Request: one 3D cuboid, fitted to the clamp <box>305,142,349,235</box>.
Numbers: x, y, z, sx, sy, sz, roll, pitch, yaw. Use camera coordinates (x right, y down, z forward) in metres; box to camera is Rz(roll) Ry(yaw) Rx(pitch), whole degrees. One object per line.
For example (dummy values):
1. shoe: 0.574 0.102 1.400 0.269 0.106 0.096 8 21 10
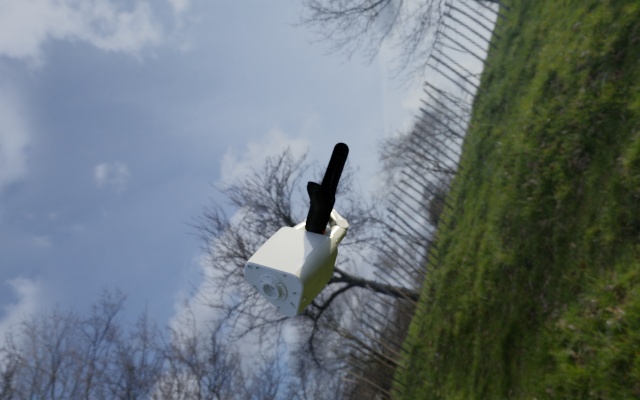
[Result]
1. clamp: 0.000 0.002 0.754 0.039 0.172 0.120 25 38 18
